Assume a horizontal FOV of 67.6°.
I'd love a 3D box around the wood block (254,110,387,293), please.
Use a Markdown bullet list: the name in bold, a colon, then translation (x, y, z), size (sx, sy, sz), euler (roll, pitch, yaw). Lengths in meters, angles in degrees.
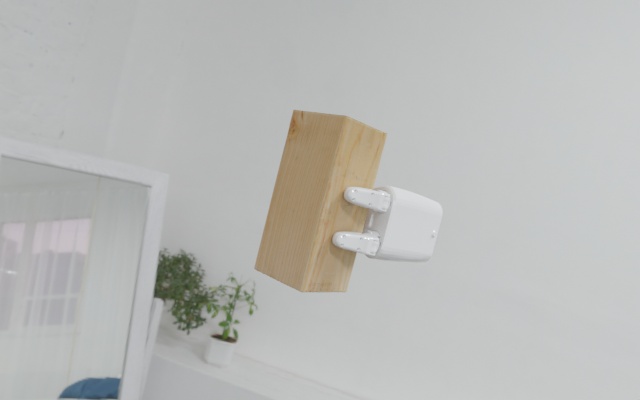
- **wood block**: translation (0.000, 0.002, 0.598), size (0.091, 0.206, 0.090), euler (16, 3, 42)
